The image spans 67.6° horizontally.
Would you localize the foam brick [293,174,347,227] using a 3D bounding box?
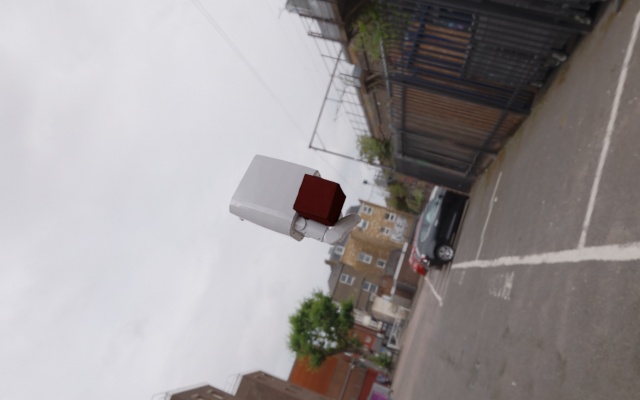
[{"bbox_3d":[0.000,0.002,0.664,0.051,0.053,0.078,18,-9,13],"label":"foam brick"}]
